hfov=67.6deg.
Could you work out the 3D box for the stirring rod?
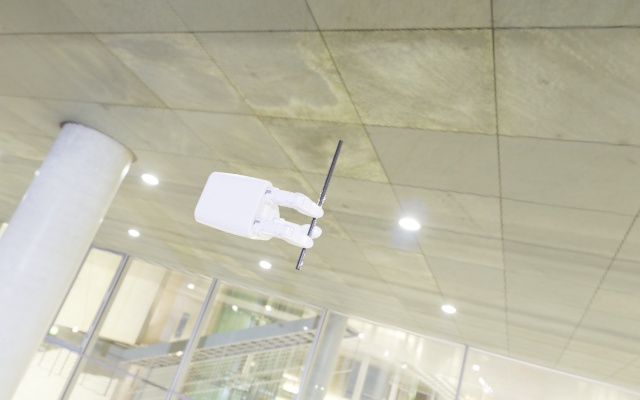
[{"bbox_3d":[0.000,0.003,0.803,0.011,0.239,0.011,17,-19,6],"label":"stirring rod"}]
